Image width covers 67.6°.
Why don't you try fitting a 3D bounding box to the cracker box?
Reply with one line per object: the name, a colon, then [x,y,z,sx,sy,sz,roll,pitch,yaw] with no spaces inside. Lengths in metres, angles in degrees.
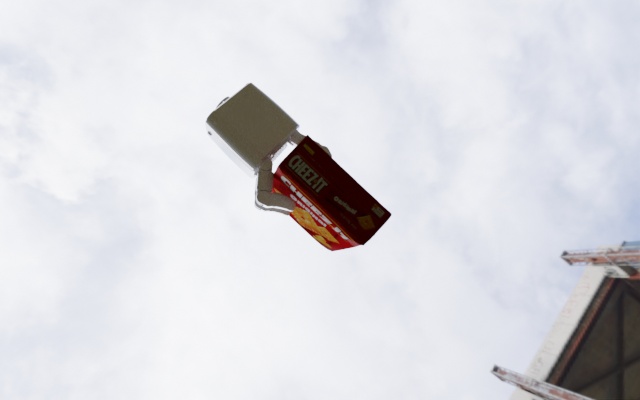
cracker box: [0.000,0.002,0.753,0.164,0.072,0.214,43,-13,-2]
